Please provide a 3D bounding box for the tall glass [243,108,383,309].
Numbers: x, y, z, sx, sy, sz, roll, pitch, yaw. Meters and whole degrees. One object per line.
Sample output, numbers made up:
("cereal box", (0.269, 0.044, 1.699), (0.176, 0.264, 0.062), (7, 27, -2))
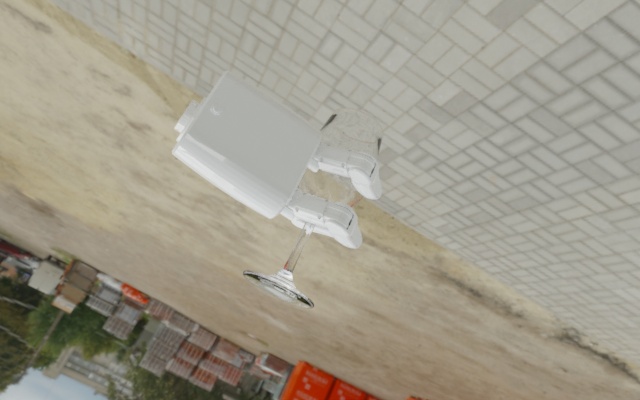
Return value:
("tall glass", (0.000, 0.002, 0.486), (0.079, 0.201, 0.079), (22, -22, 10))
